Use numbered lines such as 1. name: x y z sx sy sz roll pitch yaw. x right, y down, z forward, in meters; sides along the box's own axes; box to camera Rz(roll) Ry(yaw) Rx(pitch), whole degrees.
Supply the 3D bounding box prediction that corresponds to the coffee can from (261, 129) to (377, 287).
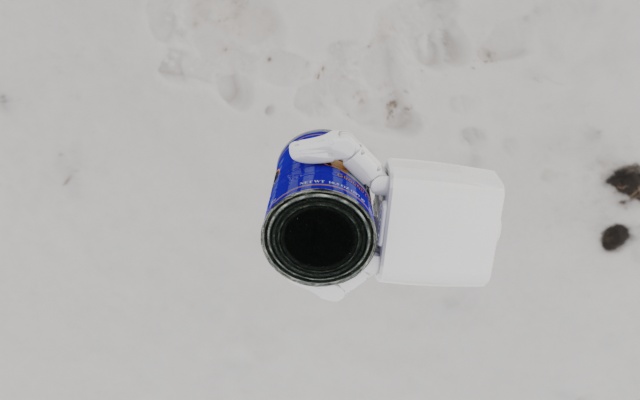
1. coffee can: 0.000 0.001 0.477 0.103 0.103 0.140 0 29 2
